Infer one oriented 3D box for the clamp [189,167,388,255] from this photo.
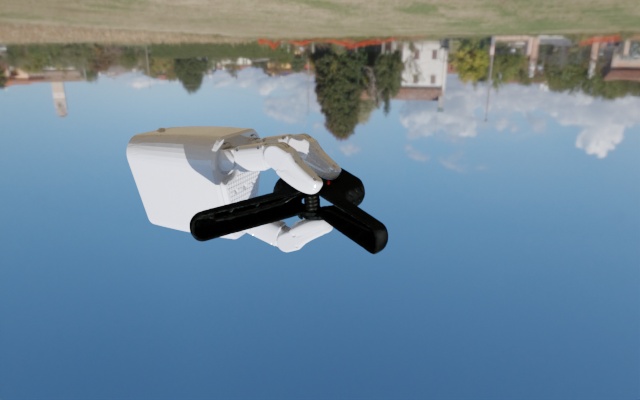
[{"bbox_3d":[0.000,0.002,0.461,0.164,0.036,0.210,6,18,19],"label":"clamp"}]
